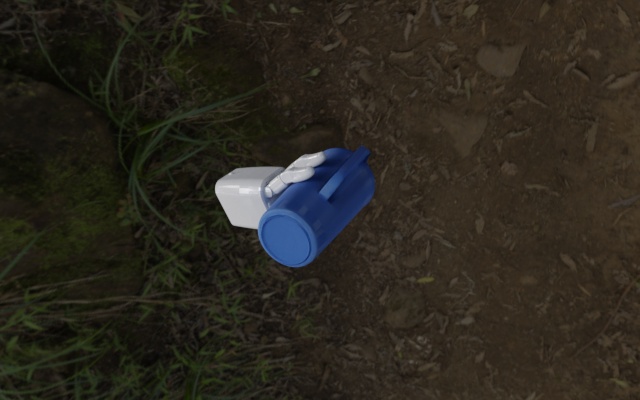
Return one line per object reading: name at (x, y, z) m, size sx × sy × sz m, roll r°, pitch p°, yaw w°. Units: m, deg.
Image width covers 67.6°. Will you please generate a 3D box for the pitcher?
pitcher at (0.000, 0.003, 0.834) m, size 0.145 × 0.149 × 0.242 m, roll 2°, pitch 27°, yaw 27°
